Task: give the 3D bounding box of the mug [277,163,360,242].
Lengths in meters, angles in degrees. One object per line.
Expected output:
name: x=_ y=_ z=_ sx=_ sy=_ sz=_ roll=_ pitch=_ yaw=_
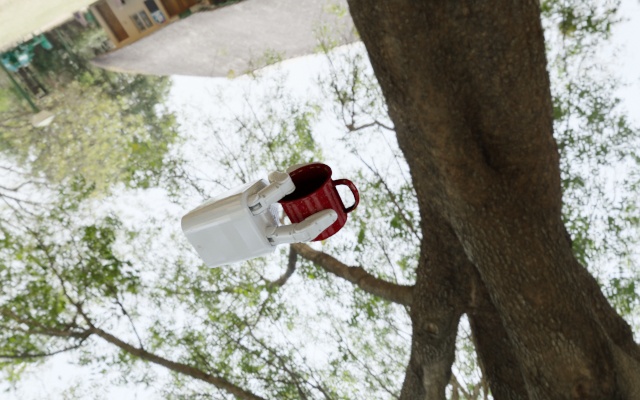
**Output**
mug: x=0.002 y=0.002 z=0.685 sx=0.117 sy=0.081 sz=0.093 roll=-16 pitch=32 yaw=19
